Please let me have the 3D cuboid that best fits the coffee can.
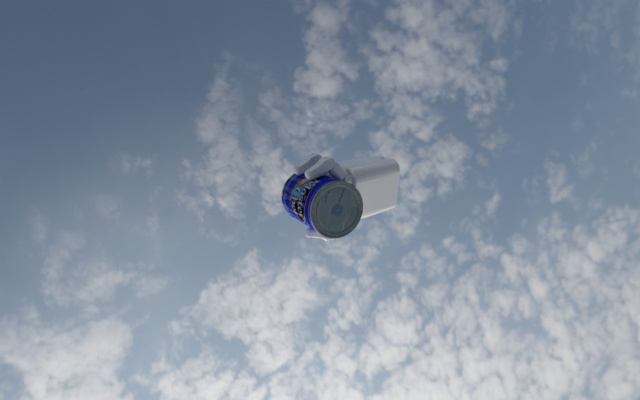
[{"bbox_3d":[0.000,0.003,0.887,0.103,0.103,0.140,0,12,-26],"label":"coffee can"}]
